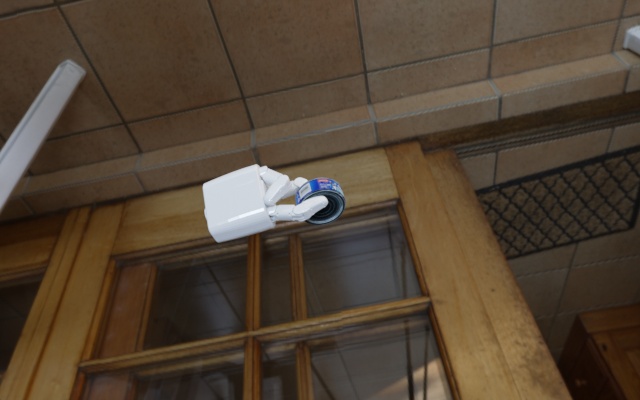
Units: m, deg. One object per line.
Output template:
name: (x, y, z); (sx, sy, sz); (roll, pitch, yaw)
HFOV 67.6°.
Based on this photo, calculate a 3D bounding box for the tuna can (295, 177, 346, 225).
tuna can: (0.000, 0.003, 0.835); (0.086, 0.086, 0.033); (0, 42, -14)
